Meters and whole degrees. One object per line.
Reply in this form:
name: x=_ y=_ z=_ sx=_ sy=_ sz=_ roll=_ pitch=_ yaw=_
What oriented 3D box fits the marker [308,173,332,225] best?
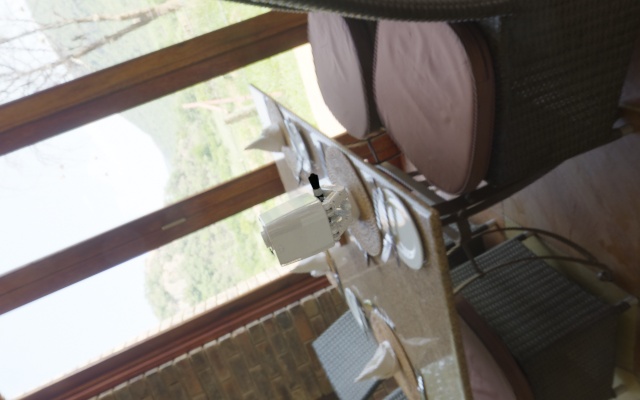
marker: x=0.000 y=0.003 z=0.879 sx=0.020 sy=0.121 sz=0.020 roll=-12 pitch=32 yaw=8
